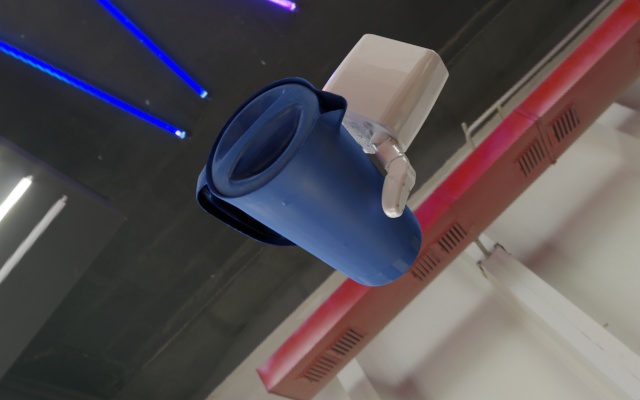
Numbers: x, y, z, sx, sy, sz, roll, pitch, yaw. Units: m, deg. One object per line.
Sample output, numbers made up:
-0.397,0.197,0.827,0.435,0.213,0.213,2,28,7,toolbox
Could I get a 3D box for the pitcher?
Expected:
0.000,0.002,0.510,0.149,0.145,0.243,20,-16,47,pitcher
